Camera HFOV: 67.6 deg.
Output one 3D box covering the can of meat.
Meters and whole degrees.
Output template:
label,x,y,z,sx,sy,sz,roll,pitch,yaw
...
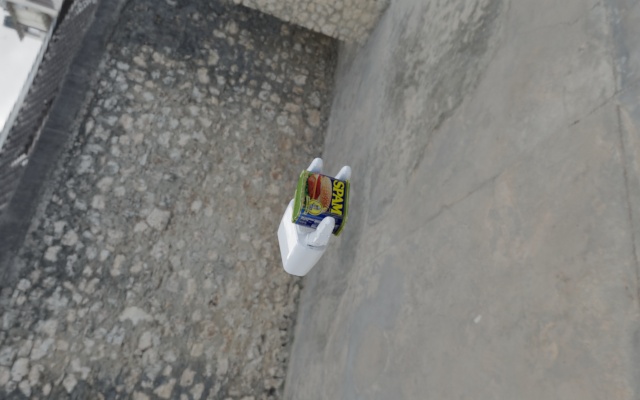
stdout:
label,x,y,z,sx,sy,sz,roll,pitch,yaw
can of meat,0.000,0.003,0.818,0.084,0.102,0.057,15,-35,-12
